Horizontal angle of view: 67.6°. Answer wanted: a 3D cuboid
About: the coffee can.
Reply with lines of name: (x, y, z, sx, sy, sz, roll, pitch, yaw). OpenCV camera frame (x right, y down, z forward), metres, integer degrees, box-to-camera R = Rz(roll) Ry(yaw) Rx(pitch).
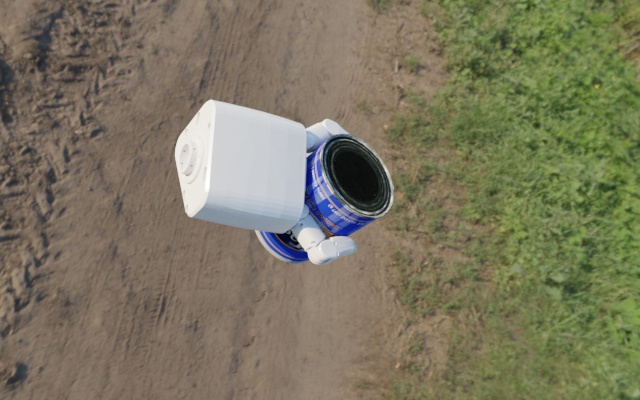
coffee can: (0.000, 0.002, 0.556, 0.103, 0.102, 0.140, 0, -25, -41)
